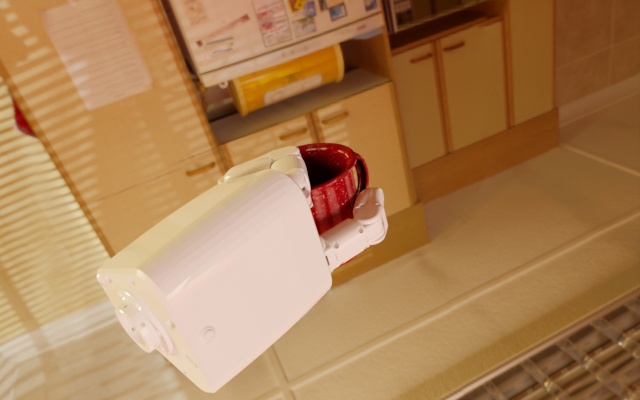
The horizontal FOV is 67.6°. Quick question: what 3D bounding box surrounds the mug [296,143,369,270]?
[{"bbox_3d":[0.001,0.001,0.413,0.093,0.081,0.117,15,40,43],"label":"mug"}]
